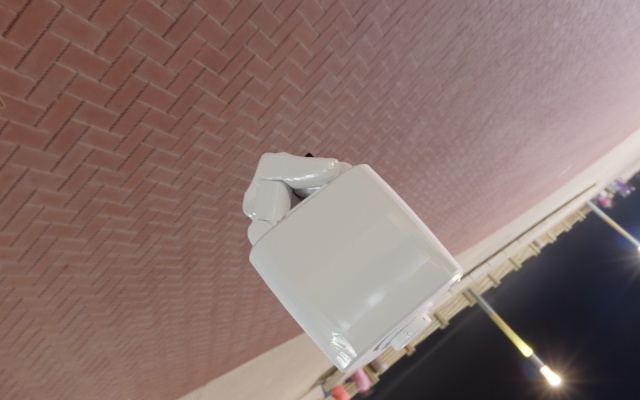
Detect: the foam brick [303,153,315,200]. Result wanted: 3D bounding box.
[{"bbox_3d":[0.000,0.001,0.434,0.051,0.053,0.078,48,7,22],"label":"foam brick"}]
